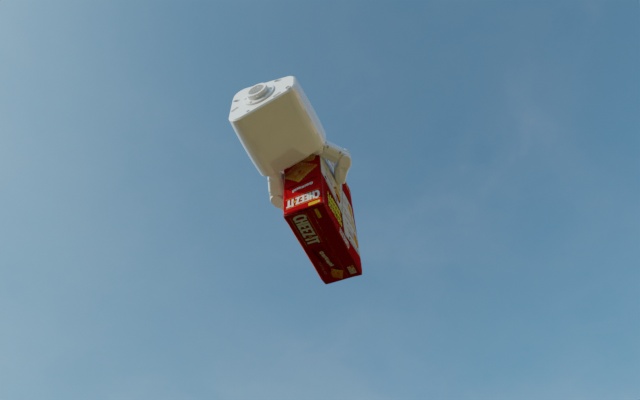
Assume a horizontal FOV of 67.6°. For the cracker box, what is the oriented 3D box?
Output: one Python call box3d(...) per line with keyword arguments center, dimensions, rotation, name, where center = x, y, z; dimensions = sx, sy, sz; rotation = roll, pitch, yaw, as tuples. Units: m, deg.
box3d(center=(0.000, 0.002, 0.781), dimensions=(0.072, 0.164, 0.213), rotation=(-19, 37, 13), name="cracker box")
